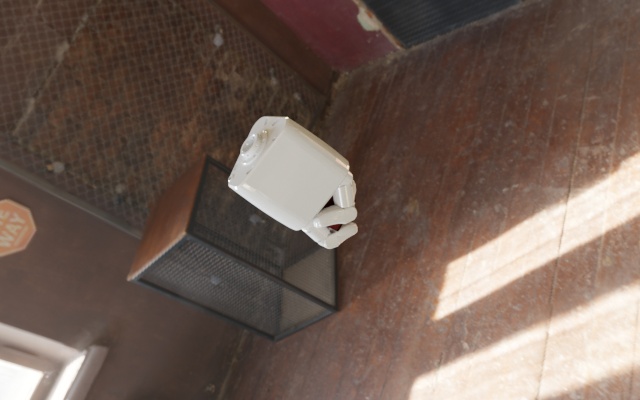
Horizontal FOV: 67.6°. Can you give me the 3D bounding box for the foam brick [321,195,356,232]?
[{"bbox_3d":[0.000,0.002,0.668,0.051,0.053,0.078,35,-9,-32],"label":"foam brick"}]
